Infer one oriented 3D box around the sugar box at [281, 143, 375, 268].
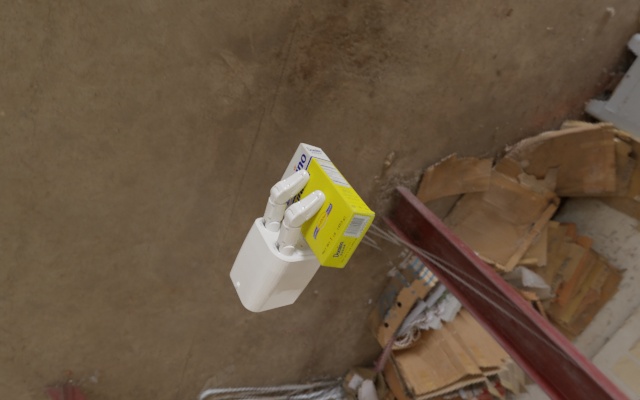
[{"bbox_3d":[0.000,0.002,0.676,0.048,0.093,0.176,11,28,-38],"label":"sugar box"}]
